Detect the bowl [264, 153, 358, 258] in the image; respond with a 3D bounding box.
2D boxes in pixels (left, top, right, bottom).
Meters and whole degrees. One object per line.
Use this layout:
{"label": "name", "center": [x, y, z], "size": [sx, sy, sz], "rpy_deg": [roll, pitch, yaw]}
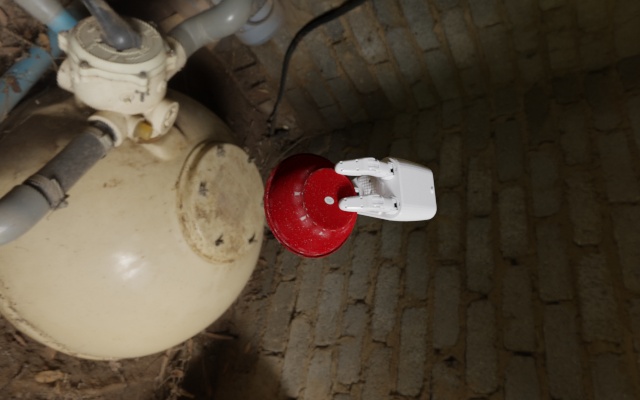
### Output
{"label": "bowl", "center": [-0.001, 0.003, 0.702], "size": [0.162, 0.162, 0.055], "rpy_deg": [0, -9, -32]}
